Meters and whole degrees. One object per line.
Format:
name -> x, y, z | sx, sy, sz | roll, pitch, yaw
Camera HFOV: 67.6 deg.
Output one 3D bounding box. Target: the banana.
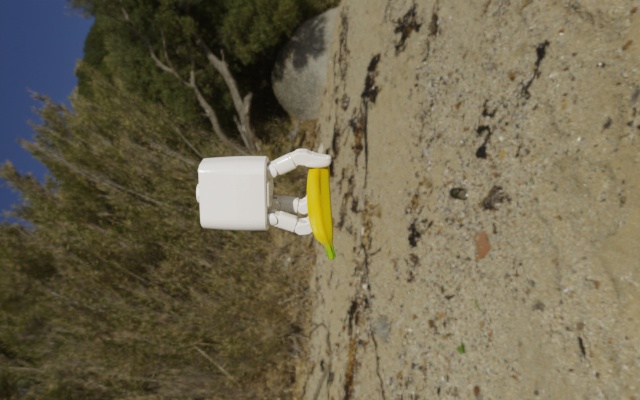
banana -> -0.001, -0.007, 0.743 | 0.037, 0.197, 0.070 | -5, -40, 3
